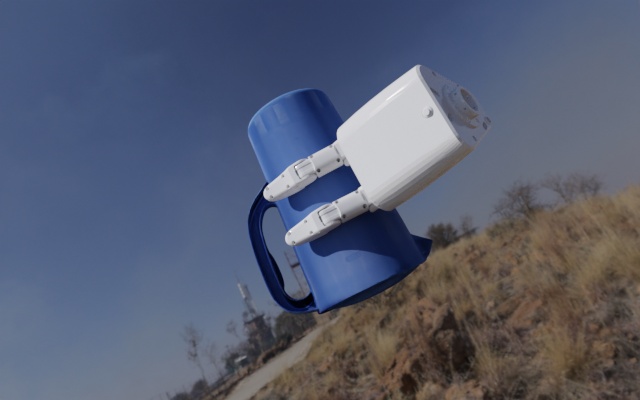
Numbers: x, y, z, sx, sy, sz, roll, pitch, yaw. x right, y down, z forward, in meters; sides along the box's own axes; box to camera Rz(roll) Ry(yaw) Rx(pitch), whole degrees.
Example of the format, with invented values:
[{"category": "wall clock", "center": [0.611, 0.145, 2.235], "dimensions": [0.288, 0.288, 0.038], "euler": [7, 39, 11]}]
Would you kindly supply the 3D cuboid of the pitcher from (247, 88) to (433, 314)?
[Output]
[{"category": "pitcher", "center": [0.000, 0.002, 0.549], "dimensions": [0.149, 0.242, 0.145], "euler": [-9, -22, -49]}]
